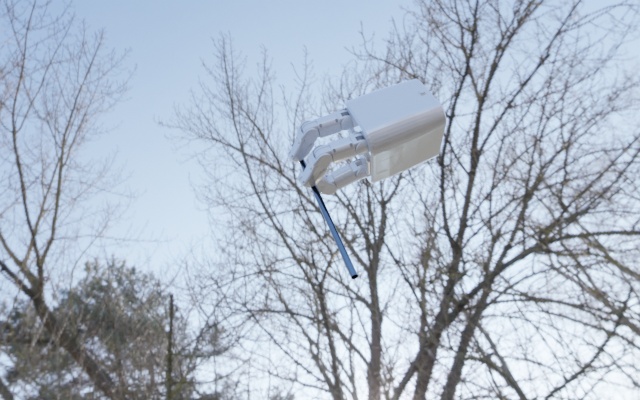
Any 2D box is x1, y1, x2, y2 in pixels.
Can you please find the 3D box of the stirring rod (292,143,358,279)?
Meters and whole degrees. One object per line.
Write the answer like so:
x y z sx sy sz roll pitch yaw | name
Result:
0.000 0.002 0.596 0.011 0.011 0.239 0 42 -24 | stirring rod
